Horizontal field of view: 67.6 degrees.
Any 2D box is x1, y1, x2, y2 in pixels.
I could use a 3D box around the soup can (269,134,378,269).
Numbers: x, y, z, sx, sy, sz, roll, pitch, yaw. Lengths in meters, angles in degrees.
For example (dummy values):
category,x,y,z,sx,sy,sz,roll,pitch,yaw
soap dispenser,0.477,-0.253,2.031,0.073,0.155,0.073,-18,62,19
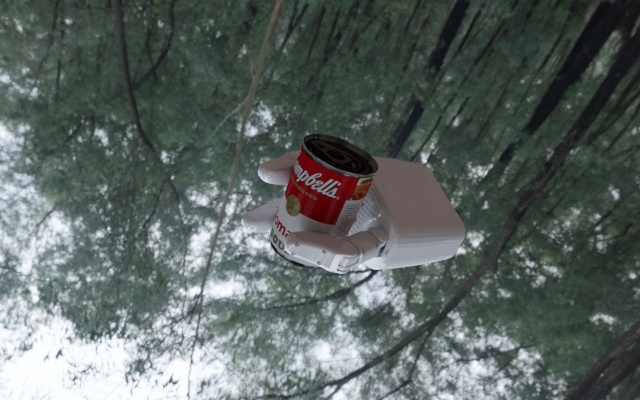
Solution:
category,x,y,z,sx,sy,sz,roll,pitch,yaw
soup can,0.000,0.002,0.425,0.068,0.102,0.068,18,28,-10
